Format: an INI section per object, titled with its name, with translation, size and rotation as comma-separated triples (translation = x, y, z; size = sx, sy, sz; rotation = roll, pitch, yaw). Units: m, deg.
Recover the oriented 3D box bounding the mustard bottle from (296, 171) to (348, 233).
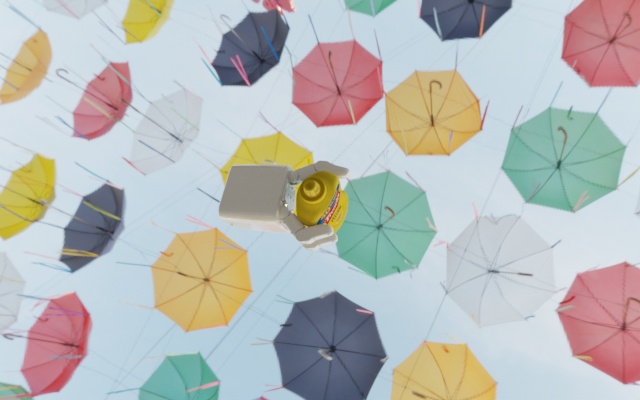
[mustard bottle]
translation = 0.000, 0.003, 0.794
size = 0.058, 0.096, 0.192
rotation = 28, -9, 17
